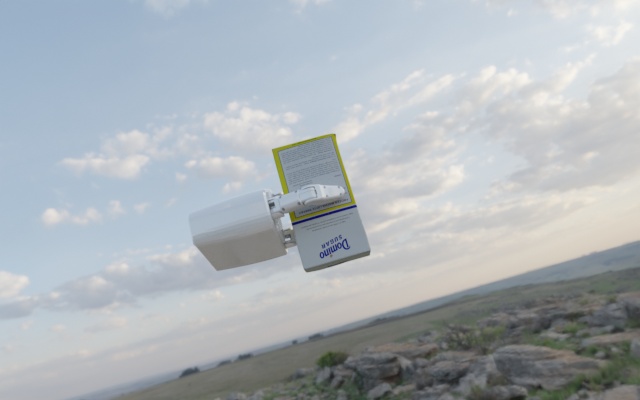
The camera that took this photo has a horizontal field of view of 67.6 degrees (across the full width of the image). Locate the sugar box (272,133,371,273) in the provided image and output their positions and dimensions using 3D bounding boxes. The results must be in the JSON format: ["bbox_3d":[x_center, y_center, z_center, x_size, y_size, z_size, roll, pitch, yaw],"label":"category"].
[{"bbox_3d":[0.000,0.002,0.655,0.093,0.176,0.048,-15,-15,0],"label":"sugar box"}]
